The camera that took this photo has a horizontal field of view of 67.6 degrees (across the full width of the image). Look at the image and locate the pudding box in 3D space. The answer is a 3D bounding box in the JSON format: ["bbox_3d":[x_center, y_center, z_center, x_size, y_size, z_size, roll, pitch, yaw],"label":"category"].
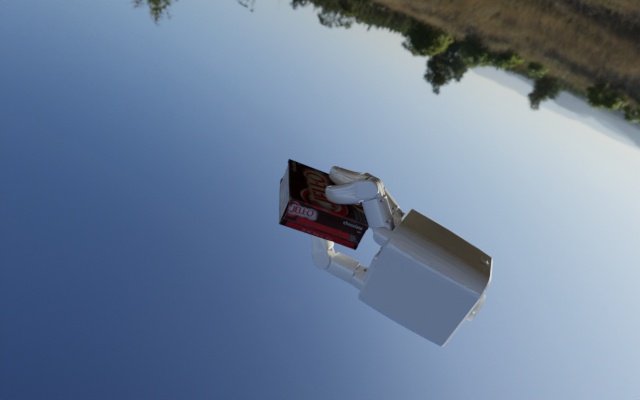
[{"bbox_3d":[0.000,0.002,0.537,0.090,0.039,0.113,21,20,-14],"label":"pudding box"}]
